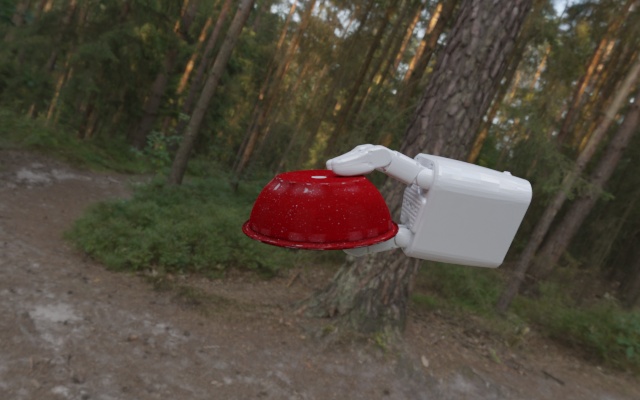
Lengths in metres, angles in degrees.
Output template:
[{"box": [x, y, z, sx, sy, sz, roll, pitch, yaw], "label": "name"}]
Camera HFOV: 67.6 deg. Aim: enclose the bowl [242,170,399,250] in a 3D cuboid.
[{"box": [-0.001, 0.001, 0.489, 0.162, 0.055, 0.162, 0, 12, 0], "label": "bowl"}]
